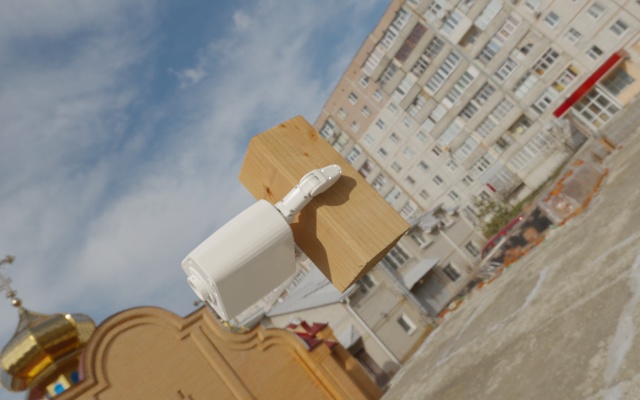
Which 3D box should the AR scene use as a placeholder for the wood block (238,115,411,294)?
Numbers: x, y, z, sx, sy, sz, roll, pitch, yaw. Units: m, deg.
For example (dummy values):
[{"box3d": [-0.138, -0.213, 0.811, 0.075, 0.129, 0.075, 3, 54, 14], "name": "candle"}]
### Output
[{"box3d": [0.000, 0.002, 0.611, 0.090, 0.206, 0.091, -33, -17, -37], "name": "wood block"}]
